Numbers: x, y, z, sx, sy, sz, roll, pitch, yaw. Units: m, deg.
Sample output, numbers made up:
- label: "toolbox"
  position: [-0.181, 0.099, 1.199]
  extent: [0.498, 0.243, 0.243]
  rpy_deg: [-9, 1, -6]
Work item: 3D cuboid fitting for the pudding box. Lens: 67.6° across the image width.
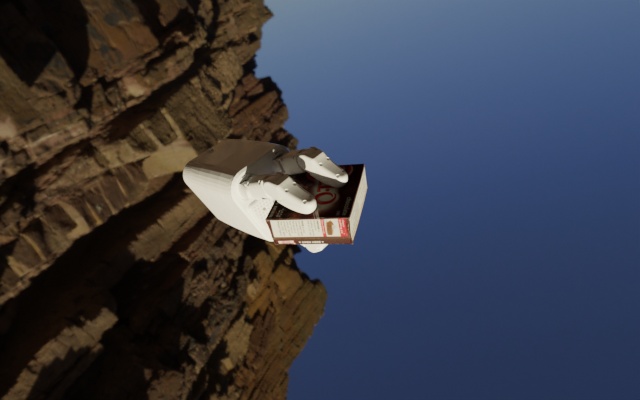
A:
- label: "pudding box"
  position: [0.000, 0.002, 0.529]
  extent: [0.090, 0.039, 0.113]
  rpy_deg: [-3, 35, 16]
